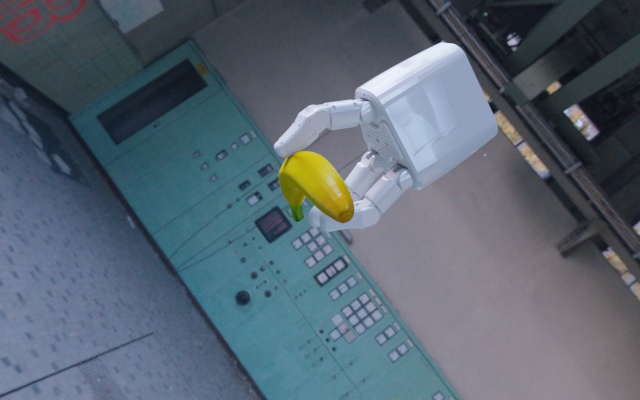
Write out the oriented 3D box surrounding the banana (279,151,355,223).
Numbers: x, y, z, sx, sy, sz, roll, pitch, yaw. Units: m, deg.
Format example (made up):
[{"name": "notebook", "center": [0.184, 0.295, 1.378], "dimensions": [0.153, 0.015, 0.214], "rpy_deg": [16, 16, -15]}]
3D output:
[{"name": "banana", "center": [-0.009, -0.015, 0.449], "dimensions": [0.037, 0.069, 0.198], "rpy_deg": [-29, 5, -11]}]
